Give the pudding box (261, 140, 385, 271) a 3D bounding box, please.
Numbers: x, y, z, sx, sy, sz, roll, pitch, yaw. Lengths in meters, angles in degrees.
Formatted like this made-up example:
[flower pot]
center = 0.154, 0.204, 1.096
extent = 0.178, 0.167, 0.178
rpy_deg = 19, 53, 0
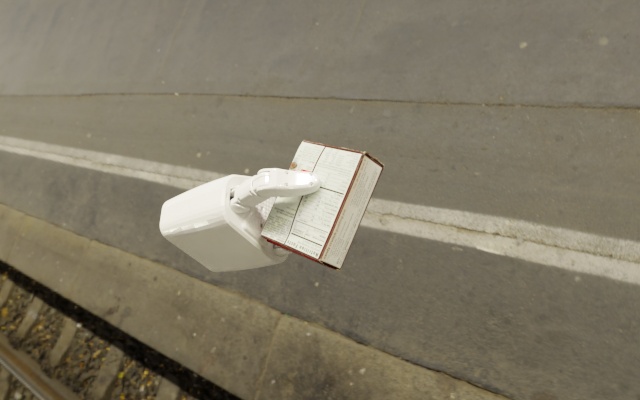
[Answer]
[pudding box]
center = 0.000, 0.001, 0.471
extent = 0.090, 0.113, 0.039
rpy_deg = 18, -6, 43
